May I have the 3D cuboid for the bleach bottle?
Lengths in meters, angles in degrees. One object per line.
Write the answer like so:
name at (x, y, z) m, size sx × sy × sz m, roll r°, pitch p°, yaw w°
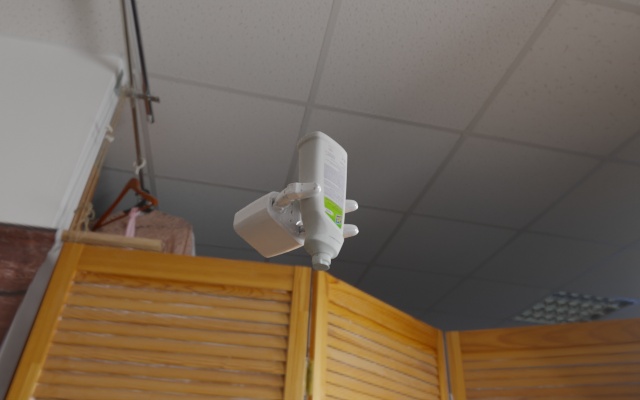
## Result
bleach bottle at (0.000, 0.003, 0.856) m, size 0.068 × 0.250 × 0.103 m, roll -25°, pitch -42°, yaw 36°
